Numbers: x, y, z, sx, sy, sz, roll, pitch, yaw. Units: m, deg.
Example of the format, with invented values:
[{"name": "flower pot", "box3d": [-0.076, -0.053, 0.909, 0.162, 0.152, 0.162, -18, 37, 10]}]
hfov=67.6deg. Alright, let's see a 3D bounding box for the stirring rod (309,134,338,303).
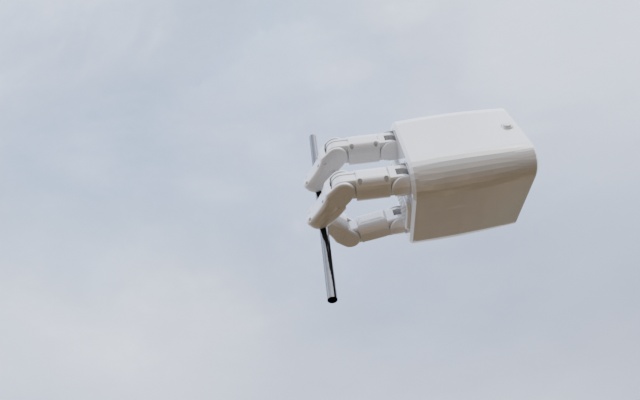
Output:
[{"name": "stirring rod", "box3d": [0.000, 0.002, 0.459, 0.011, 0.011, 0.239, 0, 39, -6]}]
